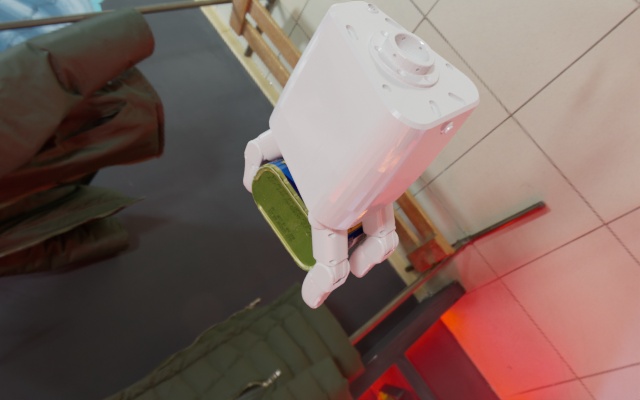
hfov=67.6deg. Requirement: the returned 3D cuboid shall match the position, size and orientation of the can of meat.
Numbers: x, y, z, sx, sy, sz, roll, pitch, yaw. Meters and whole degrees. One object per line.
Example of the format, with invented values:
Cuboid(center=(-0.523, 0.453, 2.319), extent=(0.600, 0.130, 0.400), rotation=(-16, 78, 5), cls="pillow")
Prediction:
Cuboid(center=(0.000, 0.001, 0.421), extent=(0.084, 0.102, 0.057), rotation=(-28, -14, -41), cls="can of meat")
